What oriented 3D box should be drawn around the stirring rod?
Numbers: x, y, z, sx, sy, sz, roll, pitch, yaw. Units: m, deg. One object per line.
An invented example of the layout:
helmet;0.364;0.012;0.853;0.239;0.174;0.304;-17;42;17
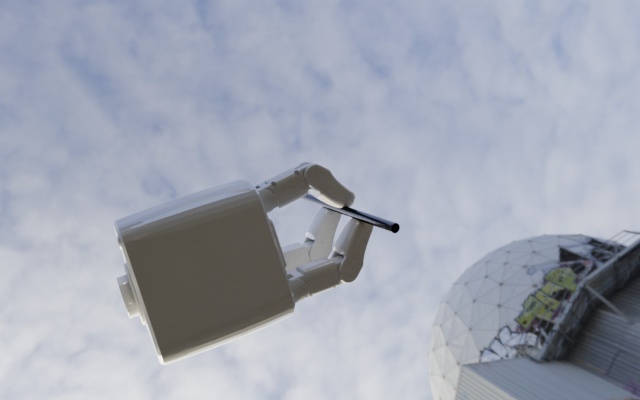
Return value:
stirring rod;0.000;0.001;0.462;0.011;0.011;0.239;0;9;-28
